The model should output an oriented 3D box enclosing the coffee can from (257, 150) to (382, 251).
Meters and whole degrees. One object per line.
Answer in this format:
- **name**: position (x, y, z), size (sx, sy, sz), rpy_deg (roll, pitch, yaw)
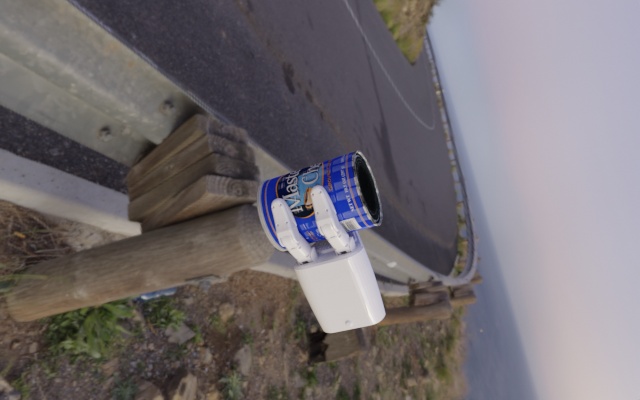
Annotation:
- **coffee can**: position (0.000, 0.002, 0.644), size (0.140, 0.103, 0.103), rpy_deg (-17, -6, 19)
